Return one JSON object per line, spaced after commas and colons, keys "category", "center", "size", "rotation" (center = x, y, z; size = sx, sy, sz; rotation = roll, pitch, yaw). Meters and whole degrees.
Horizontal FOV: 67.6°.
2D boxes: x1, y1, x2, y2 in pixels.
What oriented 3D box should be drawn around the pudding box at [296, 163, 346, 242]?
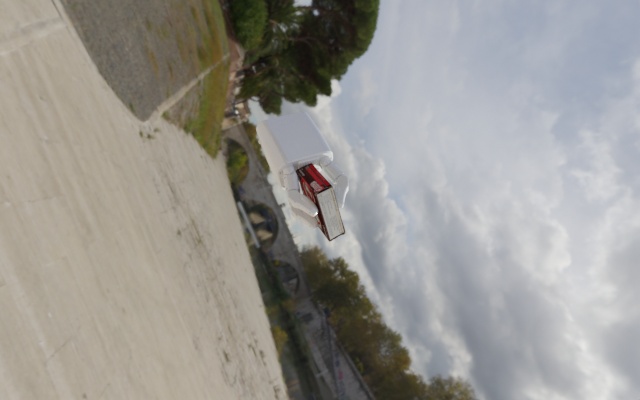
{"category": "pudding box", "center": [0.000, 0.003, 0.844], "size": [0.039, 0.114, 0.090], "rotation": [-26, 38, -9]}
